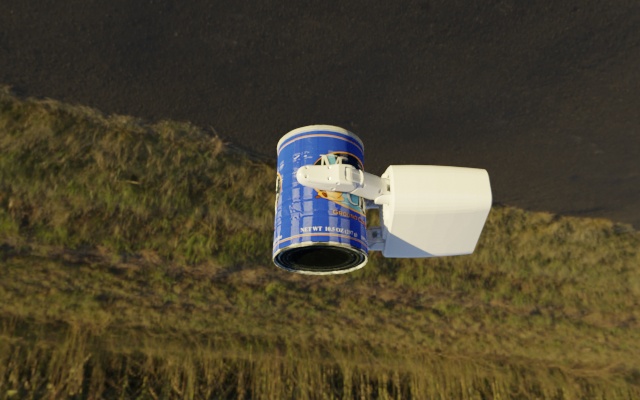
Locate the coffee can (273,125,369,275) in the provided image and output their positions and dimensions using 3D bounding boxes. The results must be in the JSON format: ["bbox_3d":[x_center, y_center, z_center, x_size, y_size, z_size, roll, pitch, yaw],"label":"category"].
[{"bbox_3d":[0.000,0.002,0.538,0.103,0.140,0.103,0,-25,0],"label":"coffee can"}]
